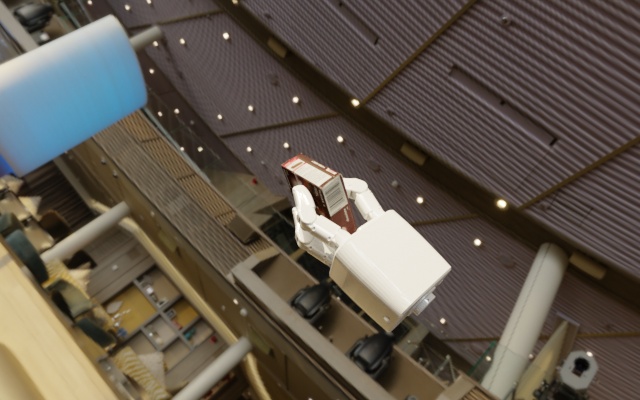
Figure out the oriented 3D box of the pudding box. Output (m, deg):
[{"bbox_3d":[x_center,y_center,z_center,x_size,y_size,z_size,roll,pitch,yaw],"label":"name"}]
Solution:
[{"bbox_3d":[0.000,0.002,0.638,0.039,0.114,0.090,-34,40,-23],"label":"pudding box"}]
